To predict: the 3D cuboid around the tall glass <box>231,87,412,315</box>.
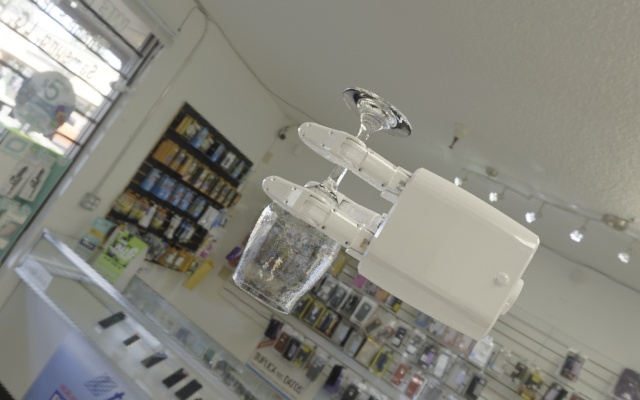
[{"bbox_3d":[0.000,0.001,0.433,0.079,0.201,0.079,32,-7,4],"label":"tall glass"}]
